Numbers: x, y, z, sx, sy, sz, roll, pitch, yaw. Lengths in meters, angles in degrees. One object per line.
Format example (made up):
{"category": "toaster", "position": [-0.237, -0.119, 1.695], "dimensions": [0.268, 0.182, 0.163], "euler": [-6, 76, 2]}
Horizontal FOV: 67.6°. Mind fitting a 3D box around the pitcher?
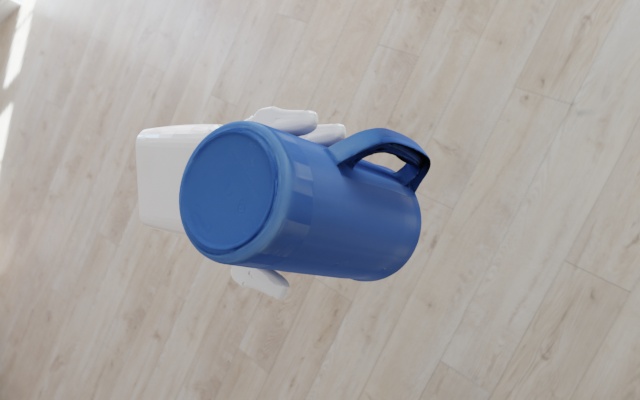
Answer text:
{"category": "pitcher", "position": [0.000, 0.001, 0.443], "dimensions": [0.145, 0.149, 0.243], "euler": [5, -5, 31]}
